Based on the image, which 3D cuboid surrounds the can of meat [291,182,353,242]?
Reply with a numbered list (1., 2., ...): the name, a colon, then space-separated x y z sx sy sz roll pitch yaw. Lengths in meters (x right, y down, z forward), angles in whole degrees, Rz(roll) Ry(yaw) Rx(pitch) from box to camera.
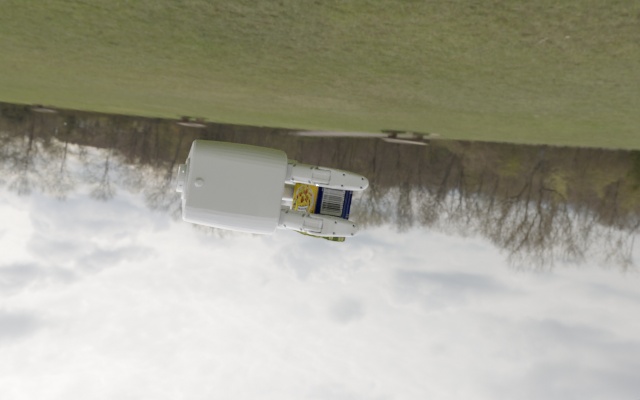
1. can of meat: 0.000 0.002 0.604 0.057 0.084 0.102 9 2 -23
